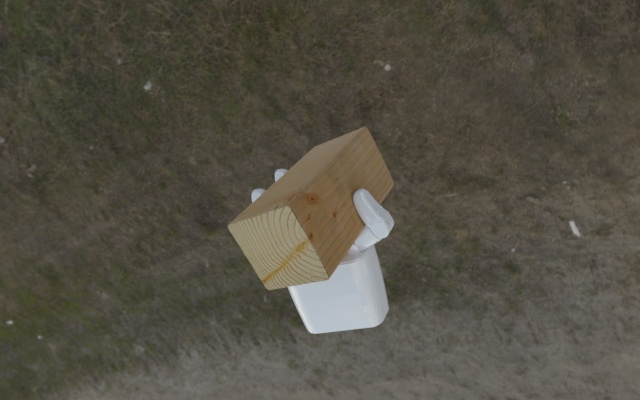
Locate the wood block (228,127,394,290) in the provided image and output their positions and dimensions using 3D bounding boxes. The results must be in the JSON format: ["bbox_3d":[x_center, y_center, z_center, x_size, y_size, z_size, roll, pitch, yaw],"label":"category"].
[{"bbox_3d":[0.000,0.002,0.564,0.091,0.090,0.206,-16,20,36],"label":"wood block"}]
